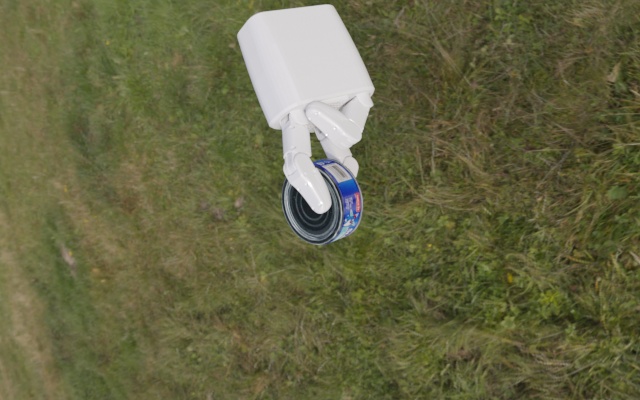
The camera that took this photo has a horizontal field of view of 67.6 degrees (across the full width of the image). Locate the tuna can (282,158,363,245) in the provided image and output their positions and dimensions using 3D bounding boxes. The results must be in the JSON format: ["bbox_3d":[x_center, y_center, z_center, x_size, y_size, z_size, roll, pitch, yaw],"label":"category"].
[{"bbox_3d":[0.000,0.002,0.490,0.086,0.086,0.033,0,12,42],"label":"tuna can"}]
